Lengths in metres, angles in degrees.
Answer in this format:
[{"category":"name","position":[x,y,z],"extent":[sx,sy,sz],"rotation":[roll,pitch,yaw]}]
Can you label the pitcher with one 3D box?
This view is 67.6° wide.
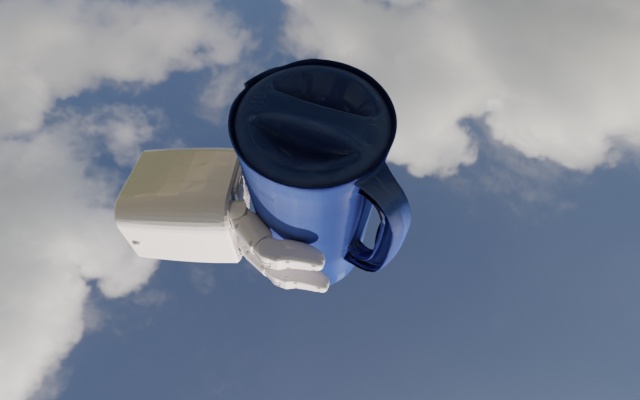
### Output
[{"category":"pitcher","position":[0.000,0.001,0.467],"extent":[0.145,0.149,0.243],"rotation":[2,-31,1]}]
